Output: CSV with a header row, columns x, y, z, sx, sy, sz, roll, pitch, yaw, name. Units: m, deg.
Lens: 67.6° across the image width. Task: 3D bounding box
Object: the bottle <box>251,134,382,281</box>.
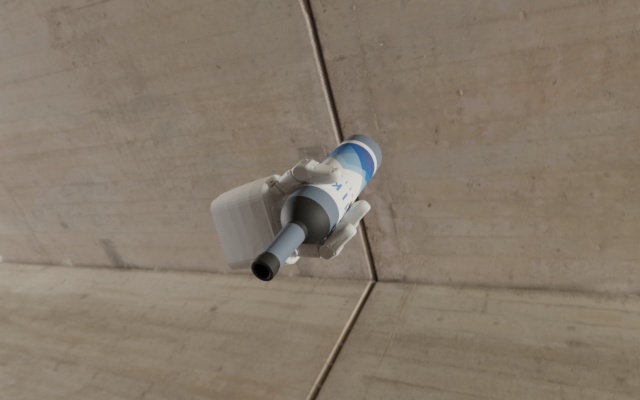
x,y,z,sx,sy,sz,roll,pitch,yaw,name
0.000,0.002,0.605,0.069,0.069,0.295,0,29,28,bottle
